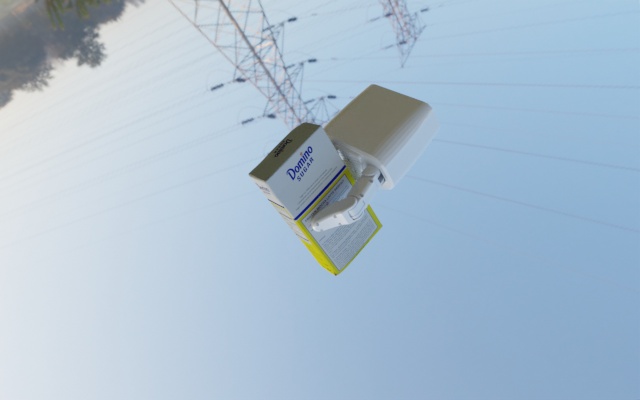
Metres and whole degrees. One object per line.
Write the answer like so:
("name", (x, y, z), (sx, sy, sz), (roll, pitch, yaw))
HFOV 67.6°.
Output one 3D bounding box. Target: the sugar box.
("sugar box", (0.000, 0.002, 0.573), (0.048, 0.093, 0.176), (22, -27, 51))
